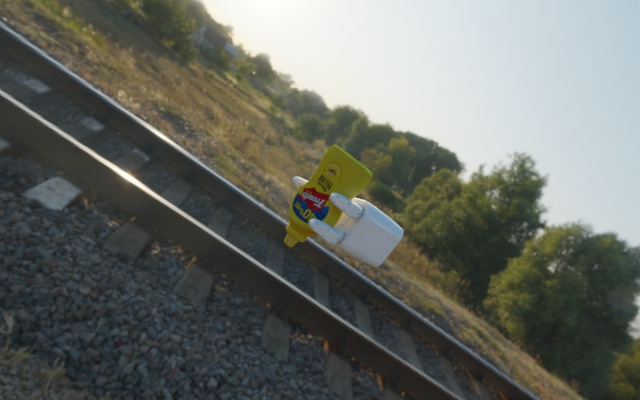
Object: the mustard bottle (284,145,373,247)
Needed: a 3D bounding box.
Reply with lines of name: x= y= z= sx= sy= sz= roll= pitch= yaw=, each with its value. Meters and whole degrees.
mustard bottle: x=0.000 y=0.002 z=0.834 sx=0.096 sy=0.191 sz=0.058 roll=43 pitch=9 yaw=35
